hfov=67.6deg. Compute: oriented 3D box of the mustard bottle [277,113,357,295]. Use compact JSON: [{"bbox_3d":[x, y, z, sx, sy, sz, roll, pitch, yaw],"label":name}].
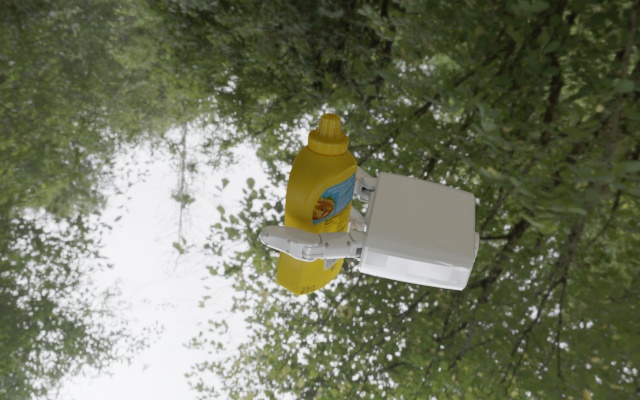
[{"bbox_3d":[0.000,0.002,0.506,0.058,0.192,0.096,25,33,28],"label":"mustard bottle"}]
